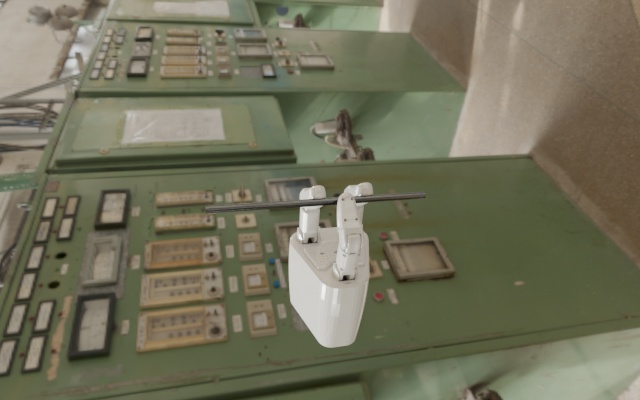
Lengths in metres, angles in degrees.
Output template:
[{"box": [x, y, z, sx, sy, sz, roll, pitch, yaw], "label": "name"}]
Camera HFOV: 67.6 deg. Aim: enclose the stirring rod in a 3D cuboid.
[{"box": [0.000, 0.002, 0.513, 0.239, 0.011, 0.011, -4, 1, -13], "label": "stirring rod"}]
